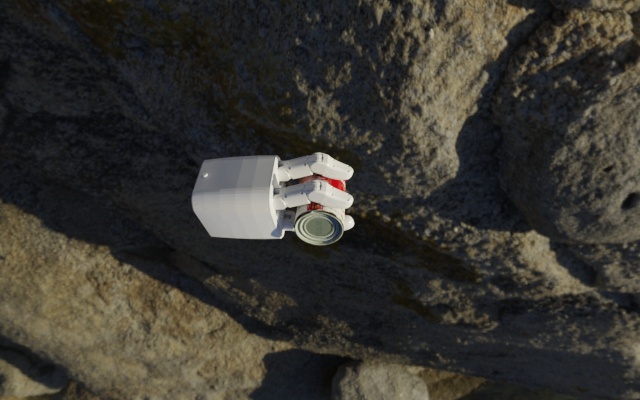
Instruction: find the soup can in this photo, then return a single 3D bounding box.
[{"bbox_3d":[0.001,0.002,0.659,0.068,0.069,0.102,2,45,2],"label":"soup can"}]
